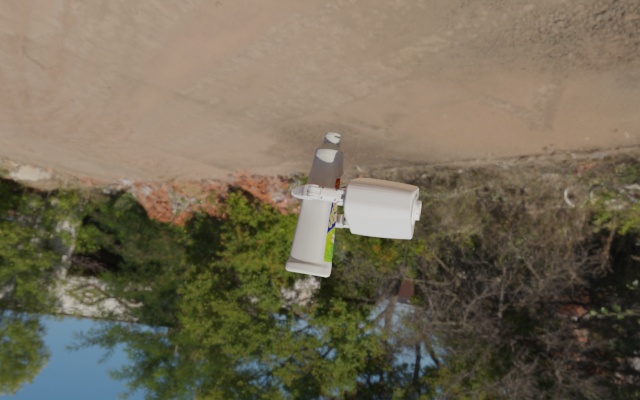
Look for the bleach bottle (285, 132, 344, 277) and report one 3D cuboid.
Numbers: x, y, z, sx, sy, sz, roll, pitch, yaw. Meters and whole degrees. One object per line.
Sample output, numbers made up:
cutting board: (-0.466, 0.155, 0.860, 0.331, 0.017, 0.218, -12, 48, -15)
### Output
bleach bottle: (0.000, 0.003, 0.829, 0.068, 0.251, 0.102, 7, -9, 14)
